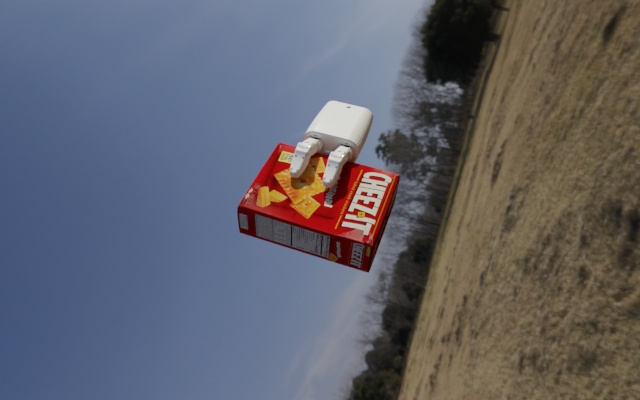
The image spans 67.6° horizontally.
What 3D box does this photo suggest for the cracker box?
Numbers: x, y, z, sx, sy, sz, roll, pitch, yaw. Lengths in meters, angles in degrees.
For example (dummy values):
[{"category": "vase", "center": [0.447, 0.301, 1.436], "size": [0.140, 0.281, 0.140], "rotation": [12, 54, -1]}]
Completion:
[{"category": "cracker box", "center": [0.000, 0.003, 0.753], "size": [0.213, 0.072, 0.164], "rotation": [16, 47, 13]}]
